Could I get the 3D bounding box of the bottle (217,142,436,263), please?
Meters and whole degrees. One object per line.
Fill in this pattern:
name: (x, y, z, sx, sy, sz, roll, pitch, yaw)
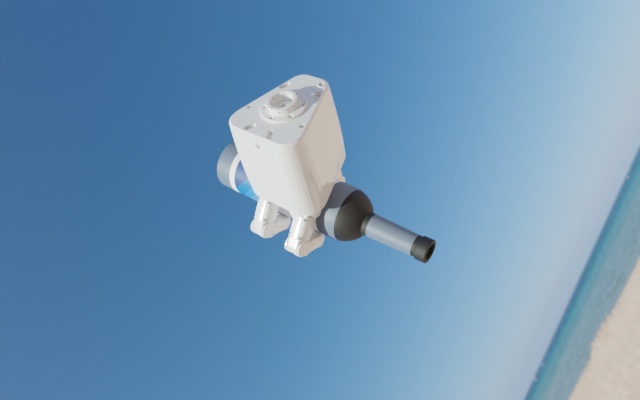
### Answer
bottle: (0.000, 0.002, 0.580, 0.295, 0.069, 0.069, 24, 12, 29)
